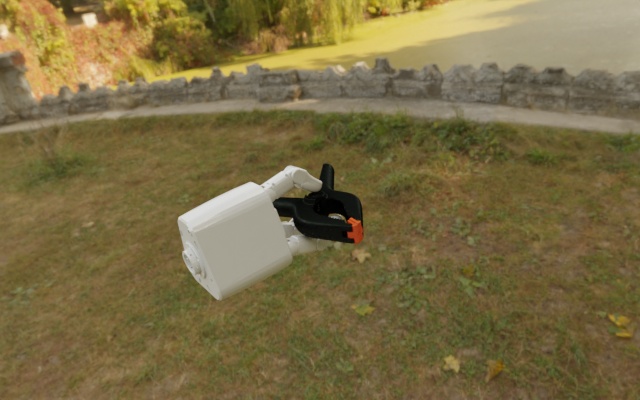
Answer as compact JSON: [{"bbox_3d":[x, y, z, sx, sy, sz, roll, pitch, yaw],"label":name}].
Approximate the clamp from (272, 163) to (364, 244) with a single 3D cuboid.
[{"bbox_3d":[0.000,0.002,0.666,0.164,0.036,0.210,-29,32,-29],"label":"clamp"}]
